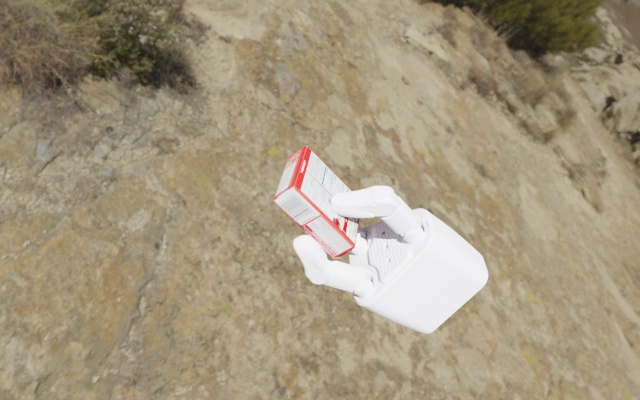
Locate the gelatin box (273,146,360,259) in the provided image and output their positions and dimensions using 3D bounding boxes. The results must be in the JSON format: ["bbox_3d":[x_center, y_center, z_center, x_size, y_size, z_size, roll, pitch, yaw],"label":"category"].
[{"bbox_3d":[0.000,0.001,0.461,0.030,0.089,0.073,-32,25,29],"label":"gelatin box"}]
